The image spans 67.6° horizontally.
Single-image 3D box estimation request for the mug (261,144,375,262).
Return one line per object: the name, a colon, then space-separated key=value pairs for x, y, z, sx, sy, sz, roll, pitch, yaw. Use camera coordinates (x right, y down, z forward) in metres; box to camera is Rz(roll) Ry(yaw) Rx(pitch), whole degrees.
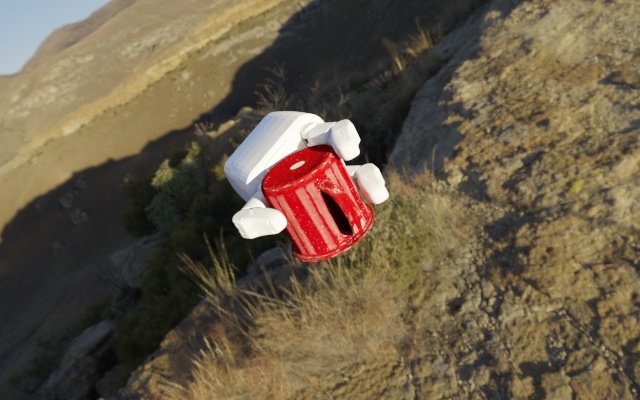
mug: x=0.001 y=0.002 z=0.455 sx=0.093 sy=0.081 sz=0.117 roll=-37 pitch=26 yaw=-15
